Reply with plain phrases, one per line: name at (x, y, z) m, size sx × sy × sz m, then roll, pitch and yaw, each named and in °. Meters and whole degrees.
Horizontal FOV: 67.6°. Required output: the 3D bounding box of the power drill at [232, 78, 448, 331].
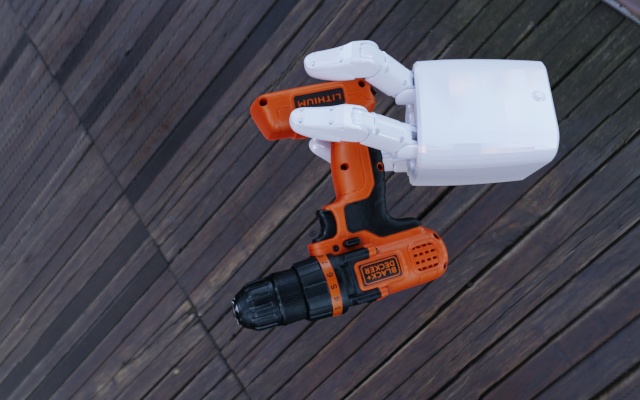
power drill at (0.000, 0.001, 0.402) m, size 0.184 × 0.187 × 0.057 m, roll -14°, pitch -3°, yaw -15°
